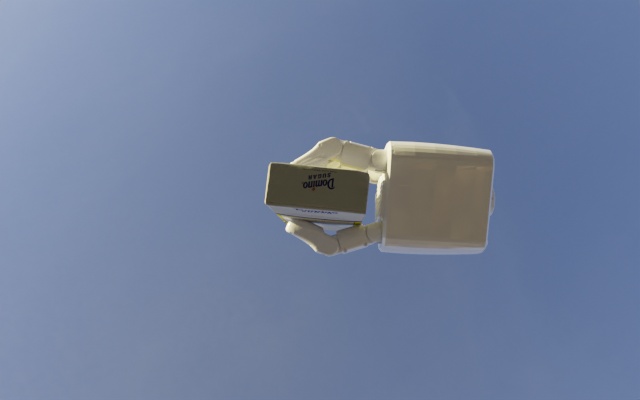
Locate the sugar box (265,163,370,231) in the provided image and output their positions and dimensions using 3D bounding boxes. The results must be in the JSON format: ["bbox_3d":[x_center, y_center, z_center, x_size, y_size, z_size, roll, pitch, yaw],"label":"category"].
[{"bbox_3d":[0.000,0.001,0.507,0.093,0.048,0.176,6,-11,2],"label":"sugar box"}]
